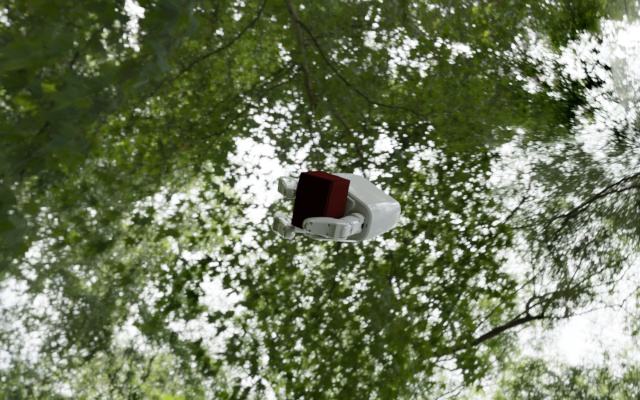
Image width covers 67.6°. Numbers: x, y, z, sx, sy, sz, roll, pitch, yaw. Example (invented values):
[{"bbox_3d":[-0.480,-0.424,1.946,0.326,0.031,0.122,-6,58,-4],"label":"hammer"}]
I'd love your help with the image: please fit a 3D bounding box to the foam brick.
[{"bbox_3d":[0.000,0.002,0.650,0.053,0.078,0.051,20,16,30],"label":"foam brick"}]
